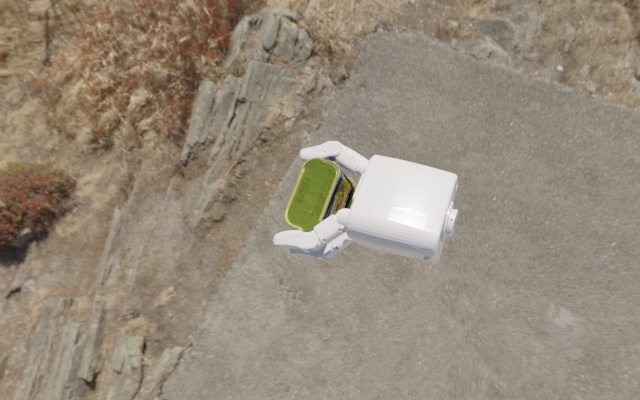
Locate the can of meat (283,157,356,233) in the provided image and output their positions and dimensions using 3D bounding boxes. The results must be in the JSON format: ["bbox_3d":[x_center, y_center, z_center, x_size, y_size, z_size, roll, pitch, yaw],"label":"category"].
[{"bbox_3d":[0.000,0.002,0.627,0.057,0.102,0.084,19,-8,20],"label":"can of meat"}]
